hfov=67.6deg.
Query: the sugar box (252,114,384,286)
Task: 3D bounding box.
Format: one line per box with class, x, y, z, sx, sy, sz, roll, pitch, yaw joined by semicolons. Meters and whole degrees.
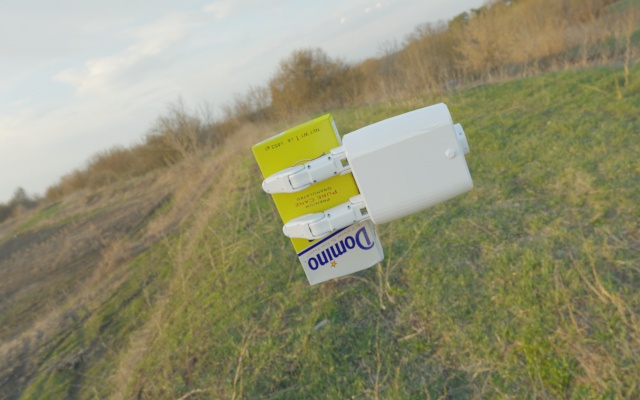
sugar box;0.000;0.002;0.542;0.093;0.176;0.048;-20;12;10
